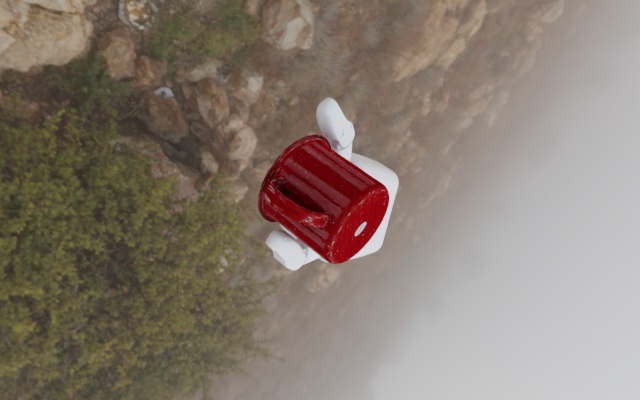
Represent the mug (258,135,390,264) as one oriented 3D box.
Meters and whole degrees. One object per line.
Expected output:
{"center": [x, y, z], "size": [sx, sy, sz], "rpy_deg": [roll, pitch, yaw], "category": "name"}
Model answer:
{"center": [0.000, 0.001, 0.410], "size": [0.081, 0.093, 0.117], "rpy_deg": [37, 16, 26], "category": "mug"}
